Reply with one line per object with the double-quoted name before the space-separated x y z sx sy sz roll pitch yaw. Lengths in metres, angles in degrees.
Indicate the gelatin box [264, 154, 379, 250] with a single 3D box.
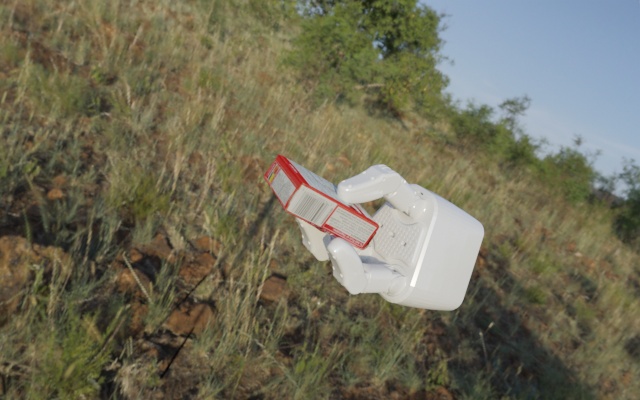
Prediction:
"gelatin box" 0.000 0.001 0.421 0.089 0.030 0.073 29 12 -30
